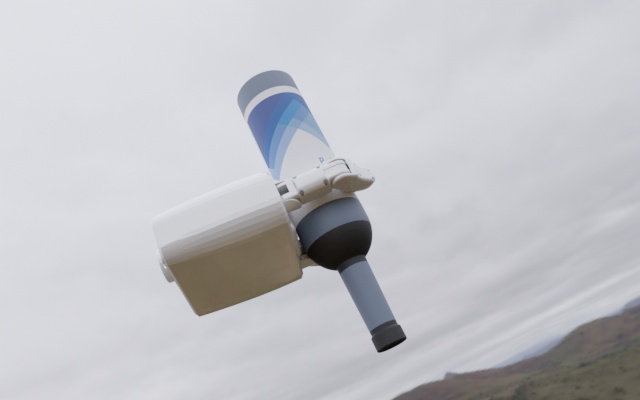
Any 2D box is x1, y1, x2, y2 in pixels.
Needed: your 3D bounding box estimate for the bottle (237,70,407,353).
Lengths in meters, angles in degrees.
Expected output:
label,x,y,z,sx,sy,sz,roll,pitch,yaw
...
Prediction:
label,x,y,z,sx,sy,sz,roll,pitch,yaw
bottle,0.000,0.001,0.457,0.069,0.295,0.069,-21,-26,-11
